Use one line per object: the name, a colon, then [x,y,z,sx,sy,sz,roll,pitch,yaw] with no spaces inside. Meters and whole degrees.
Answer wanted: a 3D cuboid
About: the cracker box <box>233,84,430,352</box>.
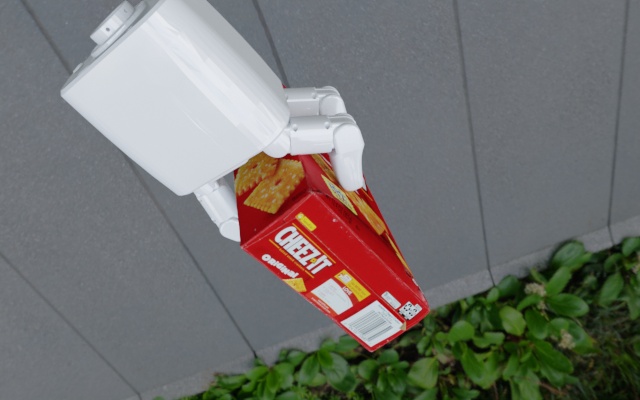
cracker box: [0.000,0.002,0.427,0.072,0.164,0.213,-36,34,13]
